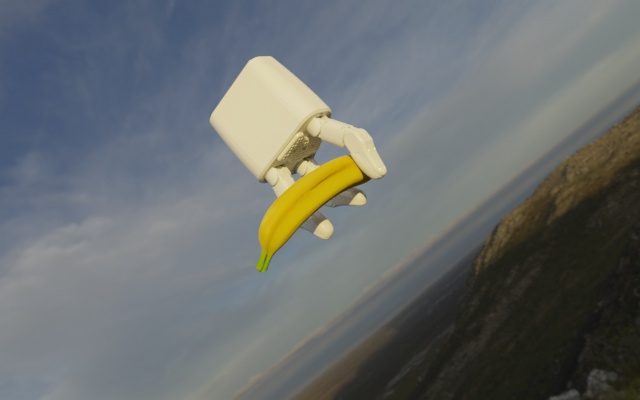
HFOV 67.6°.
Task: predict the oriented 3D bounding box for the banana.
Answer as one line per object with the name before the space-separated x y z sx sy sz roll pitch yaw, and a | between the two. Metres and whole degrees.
banana | 0.000 -0.007 0.510 0.197 0.037 0.070 -38 -21 -29
